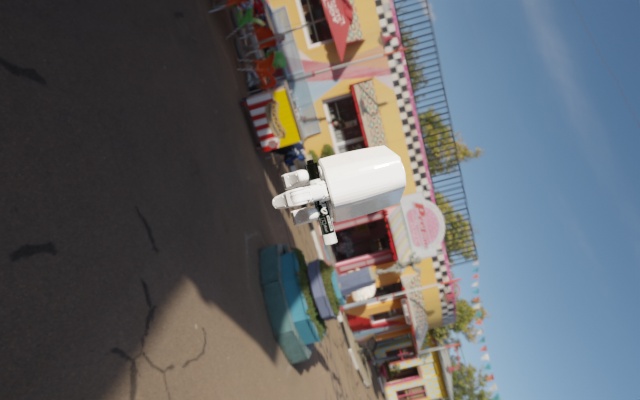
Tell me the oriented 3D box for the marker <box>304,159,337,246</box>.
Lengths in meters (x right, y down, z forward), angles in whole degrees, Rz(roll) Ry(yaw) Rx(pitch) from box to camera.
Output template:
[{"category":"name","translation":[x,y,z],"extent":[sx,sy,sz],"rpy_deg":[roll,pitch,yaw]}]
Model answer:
[{"category":"marker","translation":[0.000,0.002,0.666],"extent":[0.020,0.121,0.020],"rpy_deg":[-14,1,0]}]
